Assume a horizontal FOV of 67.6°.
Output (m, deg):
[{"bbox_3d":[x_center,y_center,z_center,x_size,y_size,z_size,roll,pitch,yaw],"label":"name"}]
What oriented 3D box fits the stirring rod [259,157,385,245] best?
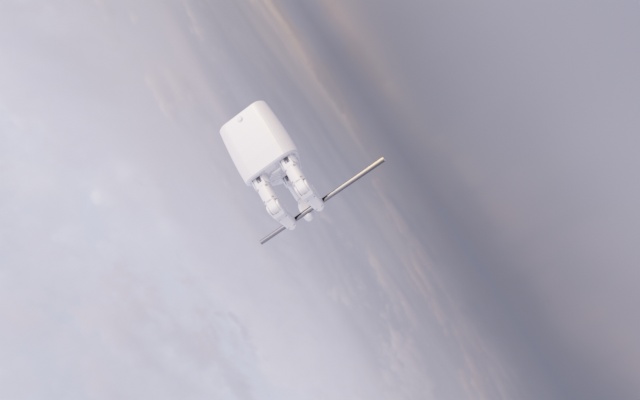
[{"bbox_3d":[0.000,0.002,0.758,0.239,0.011,0.011,-34,-8,11],"label":"stirring rod"}]
